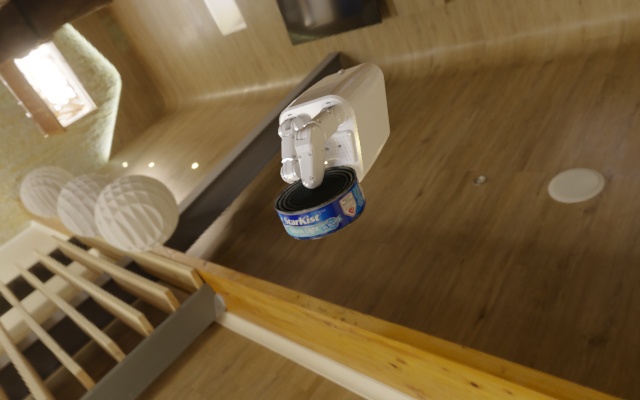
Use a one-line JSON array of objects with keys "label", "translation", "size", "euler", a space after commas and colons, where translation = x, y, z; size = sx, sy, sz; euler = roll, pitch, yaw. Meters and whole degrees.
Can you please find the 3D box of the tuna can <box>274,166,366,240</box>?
[{"label": "tuna can", "translation": [0.000, 0.002, 0.467], "size": [0.086, 0.034, 0.086], "euler": [-20, 24, 9]}]
